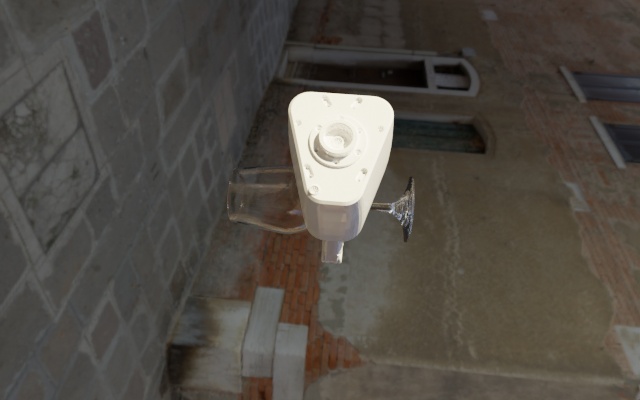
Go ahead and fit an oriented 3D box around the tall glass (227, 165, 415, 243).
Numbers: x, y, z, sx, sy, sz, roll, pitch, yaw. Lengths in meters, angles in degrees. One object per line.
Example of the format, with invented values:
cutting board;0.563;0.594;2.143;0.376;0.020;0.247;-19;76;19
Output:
tall glass;0.001;0.002;0.539;0.201;0.079;0.079;5;0;3
